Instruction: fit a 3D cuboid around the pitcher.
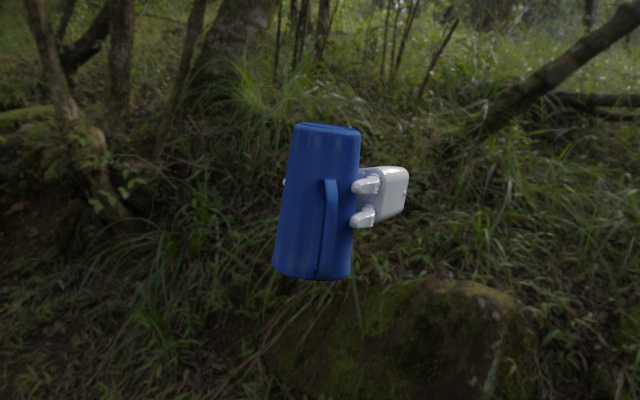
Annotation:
[{"bbox_3d":[0.000,0.002,0.768,0.149,0.243,0.145,15,14,34],"label":"pitcher"}]
